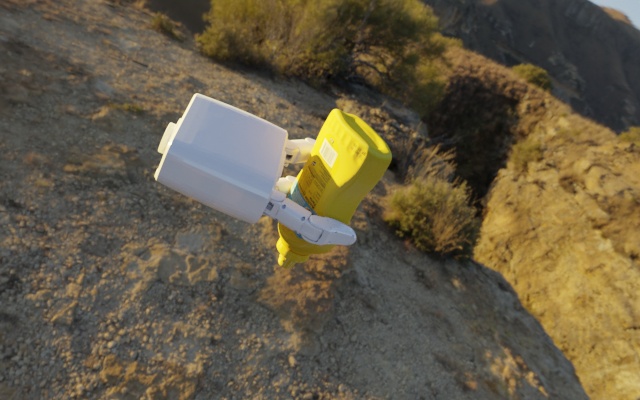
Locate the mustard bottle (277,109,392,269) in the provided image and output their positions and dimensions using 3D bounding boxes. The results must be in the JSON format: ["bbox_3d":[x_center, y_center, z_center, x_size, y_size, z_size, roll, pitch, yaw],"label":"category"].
[{"bbox_3d":[0.000,0.002,0.534,0.058,0.192,0.096,11,31,-36],"label":"mustard bottle"}]
